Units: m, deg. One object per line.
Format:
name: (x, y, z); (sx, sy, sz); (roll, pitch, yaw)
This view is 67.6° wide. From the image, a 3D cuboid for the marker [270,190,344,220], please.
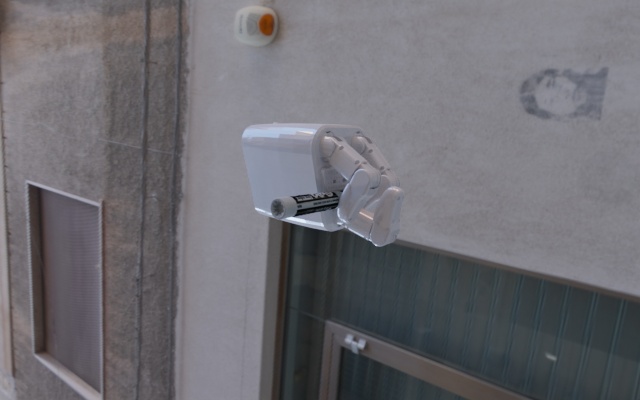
marker: (0.000, 0.001, 0.452); (0.020, 0.020, 0.121); (0, 5, 37)
